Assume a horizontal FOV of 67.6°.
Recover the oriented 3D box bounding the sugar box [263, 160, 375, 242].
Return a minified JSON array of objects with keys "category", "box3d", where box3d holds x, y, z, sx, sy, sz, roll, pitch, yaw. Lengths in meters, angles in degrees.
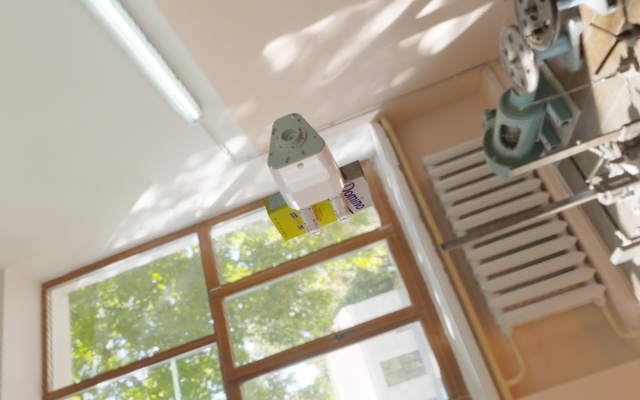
[{"category":"sugar box","box3d":[0.000,0.003,0.834,0.176,0.048,0.093,-21,-39,5]}]
